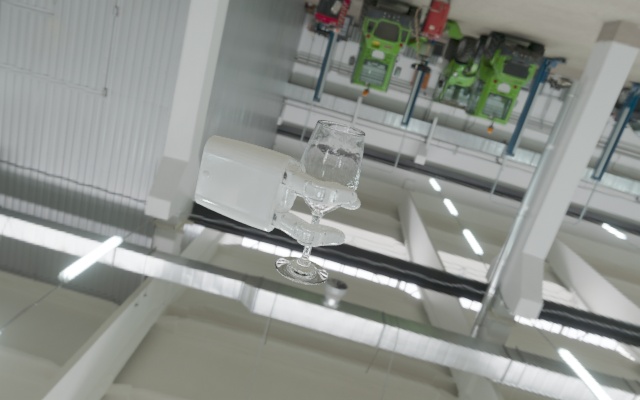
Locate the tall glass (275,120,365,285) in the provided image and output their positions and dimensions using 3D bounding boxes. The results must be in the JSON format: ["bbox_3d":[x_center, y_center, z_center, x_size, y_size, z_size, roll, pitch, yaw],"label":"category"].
[{"bbox_3d":[0.000,0.003,0.613,0.079,0.201,0.079,15,17,-4],"label":"tall glass"}]
